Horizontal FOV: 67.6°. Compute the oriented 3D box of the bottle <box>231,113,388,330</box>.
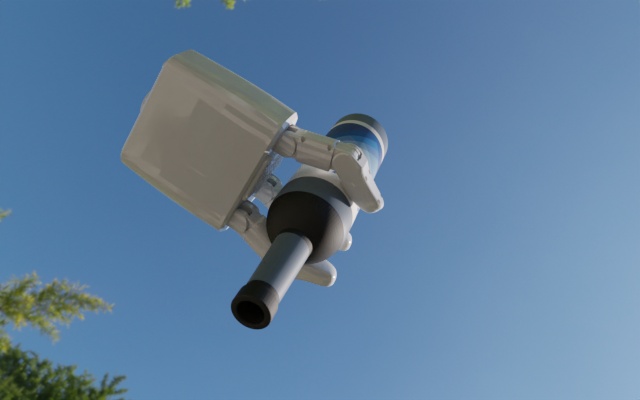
[{"bbox_3d":[0.000,0.001,0.416,0.069,0.069,0.295,0,28,19],"label":"bottle"}]
